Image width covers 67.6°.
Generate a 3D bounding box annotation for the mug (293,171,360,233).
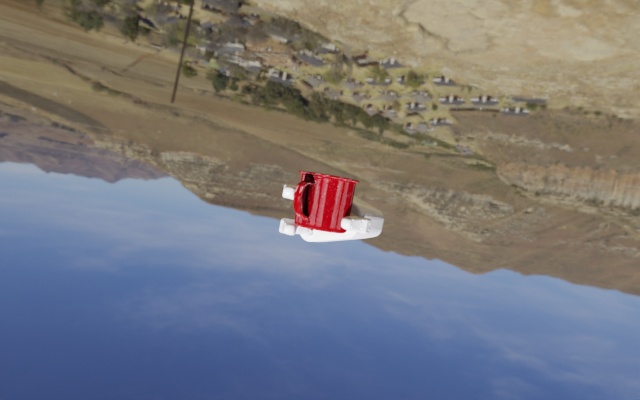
[{"bbox_3d":[-0.001,0.002,0.707,0.093,0.081,0.117,10,1,33],"label":"mug"}]
